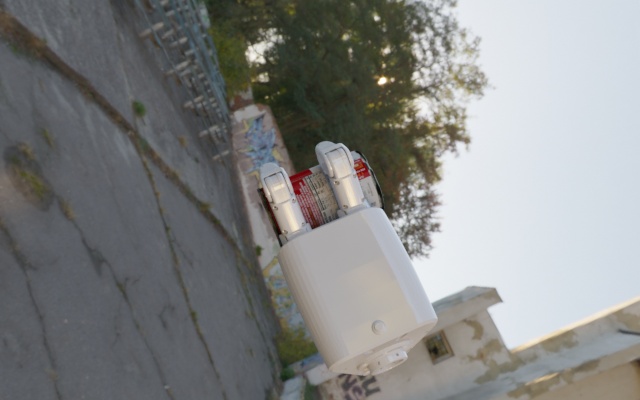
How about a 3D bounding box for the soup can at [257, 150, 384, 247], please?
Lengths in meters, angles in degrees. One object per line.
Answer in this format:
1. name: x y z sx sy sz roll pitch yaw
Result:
1. soup can: 0.000 0.001 0.449 0.102 0.068 0.068 -22 2 -6
